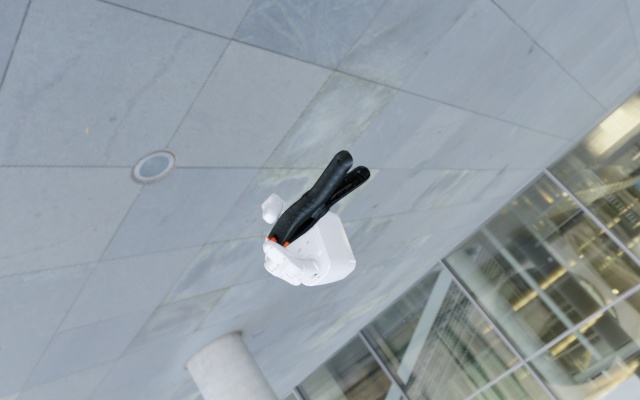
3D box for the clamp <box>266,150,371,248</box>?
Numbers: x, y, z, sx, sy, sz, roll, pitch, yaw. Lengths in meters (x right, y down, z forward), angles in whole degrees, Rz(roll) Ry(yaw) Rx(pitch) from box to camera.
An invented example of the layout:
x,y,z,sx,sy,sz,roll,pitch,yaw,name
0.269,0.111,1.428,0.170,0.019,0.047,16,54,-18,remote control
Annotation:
x,y,z,sx,sy,sz,roll,pitch,yaw,name
0.000,0.003,0.655,0.171,0.039,0.120,-44,-23,17,clamp
